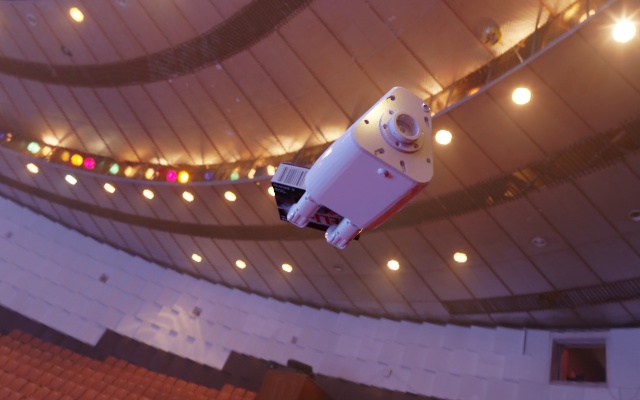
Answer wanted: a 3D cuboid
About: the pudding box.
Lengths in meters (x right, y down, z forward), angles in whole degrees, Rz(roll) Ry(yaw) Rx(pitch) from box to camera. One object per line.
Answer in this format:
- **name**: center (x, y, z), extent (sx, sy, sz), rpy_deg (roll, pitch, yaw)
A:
- **pudding box**: center (0.000, 0.002, 0.601), extent (0.113, 0.039, 0.090), rpy_deg (16, -32, 15)
